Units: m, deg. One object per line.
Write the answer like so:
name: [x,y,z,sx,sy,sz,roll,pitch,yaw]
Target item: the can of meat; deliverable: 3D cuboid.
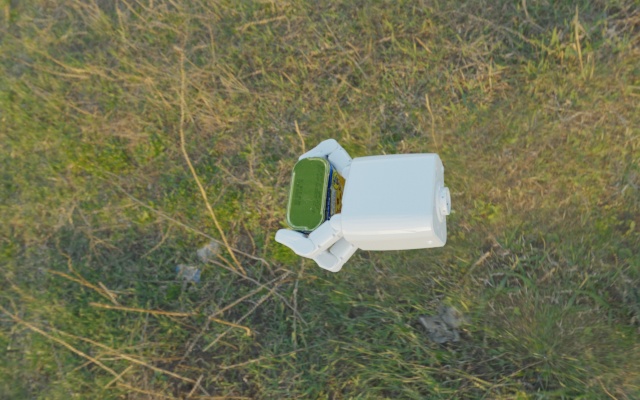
can of meat: [0.000,0.002,0.625,0.057,0.102,0.084,-1,-17,24]
